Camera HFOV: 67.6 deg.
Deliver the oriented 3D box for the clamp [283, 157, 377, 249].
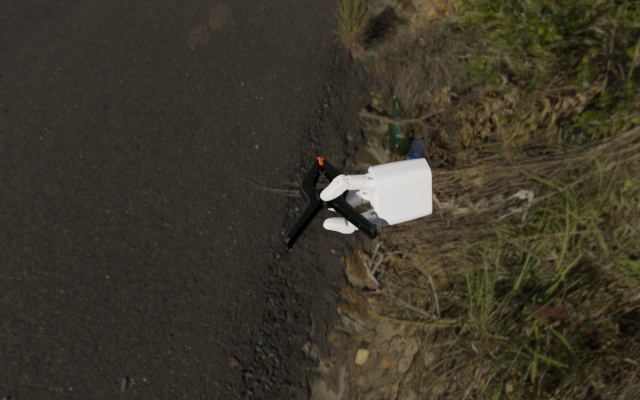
[{"bbox_3d":[0.000,0.002,0.891,0.164,0.209,0.036,-11,-41,-5],"label":"clamp"}]
